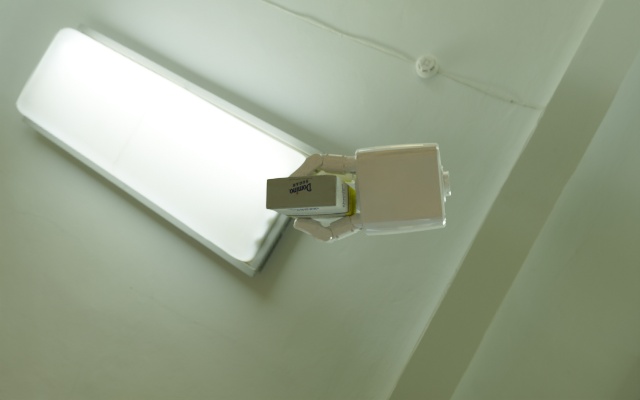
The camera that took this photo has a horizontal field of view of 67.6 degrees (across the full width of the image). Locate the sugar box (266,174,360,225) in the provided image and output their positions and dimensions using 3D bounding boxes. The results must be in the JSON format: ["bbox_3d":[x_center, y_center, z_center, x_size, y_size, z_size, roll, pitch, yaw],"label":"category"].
[{"bbox_3d":[0.000,0.002,0.657,0.093,0.048,0.176,-3,-12,16],"label":"sugar box"}]
